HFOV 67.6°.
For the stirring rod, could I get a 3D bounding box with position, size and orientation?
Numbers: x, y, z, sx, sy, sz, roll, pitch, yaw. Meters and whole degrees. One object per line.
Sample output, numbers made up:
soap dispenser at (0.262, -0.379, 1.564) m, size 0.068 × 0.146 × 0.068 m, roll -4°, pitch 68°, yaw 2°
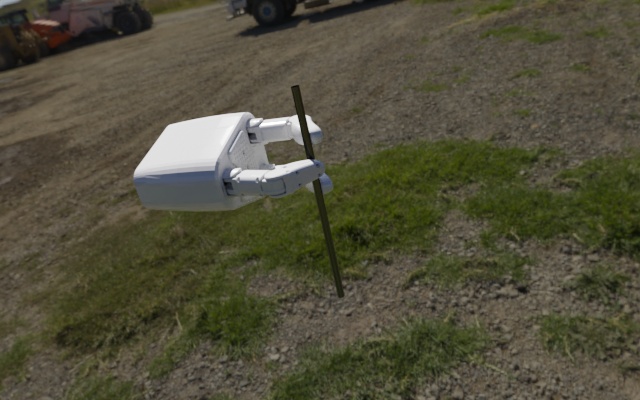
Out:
stirring rod at (0.000, 0.002, 0.489) m, size 0.011 × 0.240 × 0.011 m, roll -10°, pitch 26°, yaw 5°
